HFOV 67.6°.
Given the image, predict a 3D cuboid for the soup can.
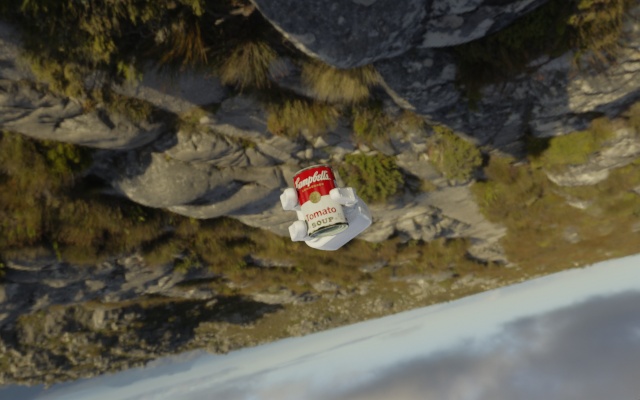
[{"bbox_3d":[0.000,0.003,0.763,0.068,0.102,0.068,-15,-16,-4],"label":"soup can"}]
